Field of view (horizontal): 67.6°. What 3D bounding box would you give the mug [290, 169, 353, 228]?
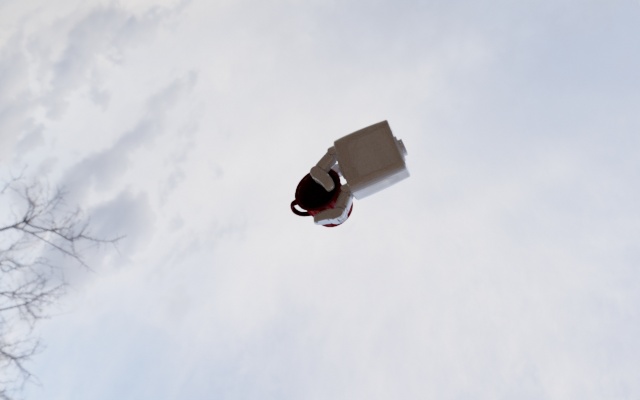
[{"bbox_3d":[-0.001,0.004,0.899,0.117,0.093,0.081,-22,-39,16],"label":"mug"}]
